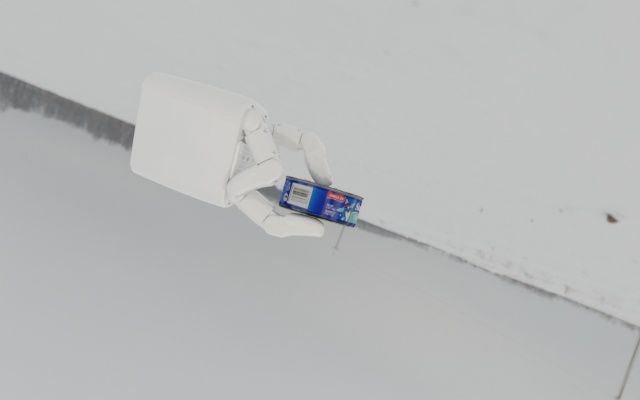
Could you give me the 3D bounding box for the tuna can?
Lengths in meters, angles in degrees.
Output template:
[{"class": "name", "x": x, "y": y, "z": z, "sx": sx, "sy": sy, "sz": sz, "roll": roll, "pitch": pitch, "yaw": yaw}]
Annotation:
[{"class": "tuna can", "x": 0.000, "y": 0.002, "z": 0.504, "sx": 0.086, "sy": 0.034, "sz": 0.086, "roll": 16, "pitch": -1, "yaw": 0}]
